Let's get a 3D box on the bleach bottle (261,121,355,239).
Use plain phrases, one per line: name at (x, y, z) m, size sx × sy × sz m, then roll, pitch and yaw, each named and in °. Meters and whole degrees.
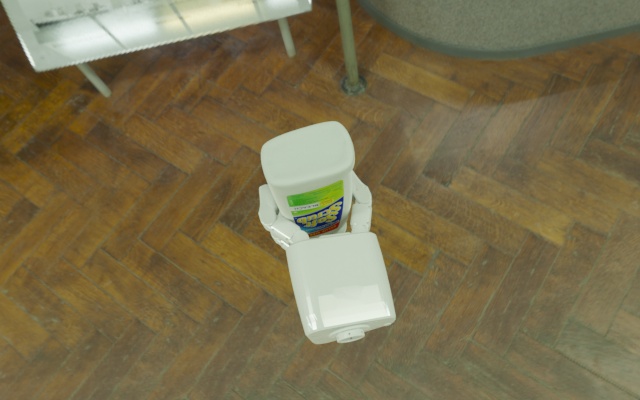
bleach bottle at (0.000, 0.002, 0.611) m, size 0.102 × 0.068 × 0.251 m, roll -15°, pitch -26°, yaw 1°
